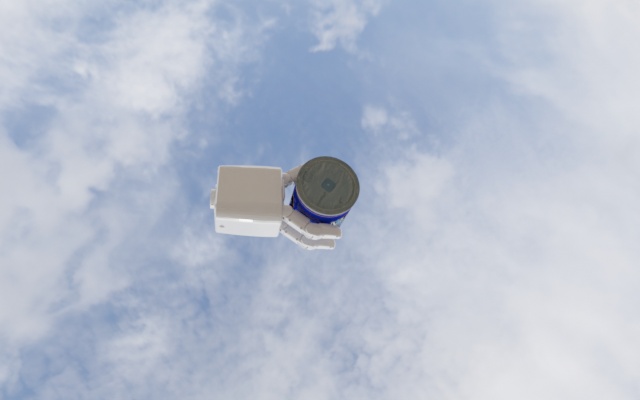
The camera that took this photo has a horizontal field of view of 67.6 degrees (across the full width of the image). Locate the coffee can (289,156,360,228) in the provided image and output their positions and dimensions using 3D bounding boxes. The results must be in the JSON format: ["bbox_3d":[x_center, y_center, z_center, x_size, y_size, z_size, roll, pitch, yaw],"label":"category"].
[{"bbox_3d":[0.000,0.003,0.812,0.103,0.102,0.140,0,-24,-11],"label":"coffee can"}]
